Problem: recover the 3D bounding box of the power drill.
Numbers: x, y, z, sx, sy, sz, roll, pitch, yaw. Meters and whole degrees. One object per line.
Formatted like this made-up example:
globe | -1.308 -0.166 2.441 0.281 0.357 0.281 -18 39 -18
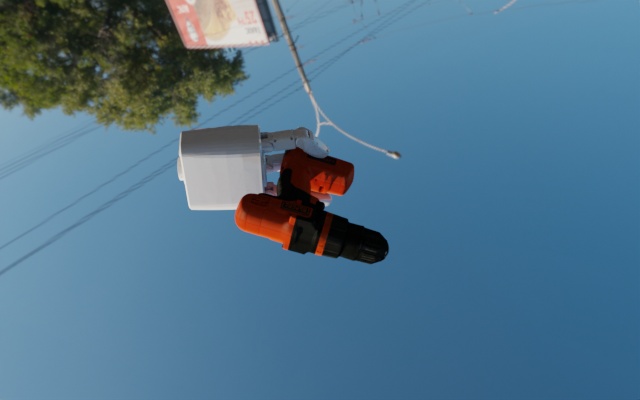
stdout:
power drill | 0.000 0.002 0.619 0.184 0.057 0.187 17 28 -1
